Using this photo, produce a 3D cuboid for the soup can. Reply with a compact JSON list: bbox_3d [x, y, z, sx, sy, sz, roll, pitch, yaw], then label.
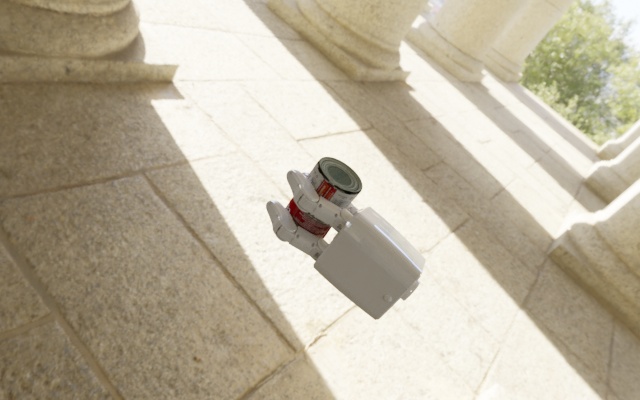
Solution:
[{"bbox_3d":[0.000,0.001,0.621,0.068,0.068,0.102,0,-44,-45],"label":"soup can"}]
